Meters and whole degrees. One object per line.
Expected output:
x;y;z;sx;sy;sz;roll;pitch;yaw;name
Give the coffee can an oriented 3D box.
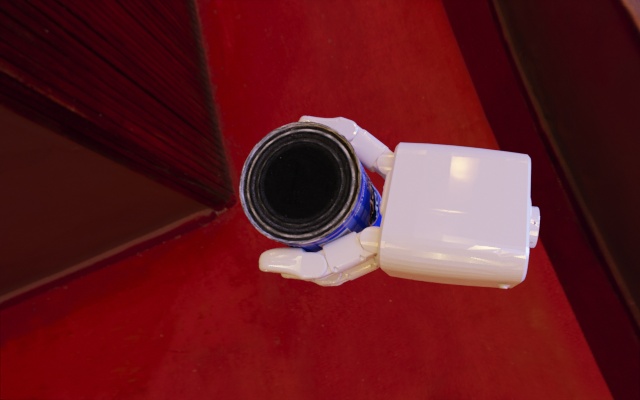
0.000;0.001;0.445;0.103;0.102;0.140;0;-14;15;coffee can
